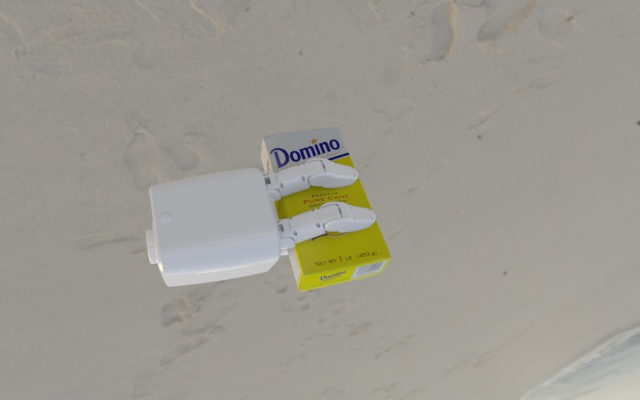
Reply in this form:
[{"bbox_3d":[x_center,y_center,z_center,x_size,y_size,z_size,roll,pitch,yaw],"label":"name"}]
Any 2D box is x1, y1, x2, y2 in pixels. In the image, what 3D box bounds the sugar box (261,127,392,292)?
[{"bbox_3d":[0.000,0.001,0.509,0.093,0.176,0.048,-9,-30,-17],"label":"sugar box"}]
